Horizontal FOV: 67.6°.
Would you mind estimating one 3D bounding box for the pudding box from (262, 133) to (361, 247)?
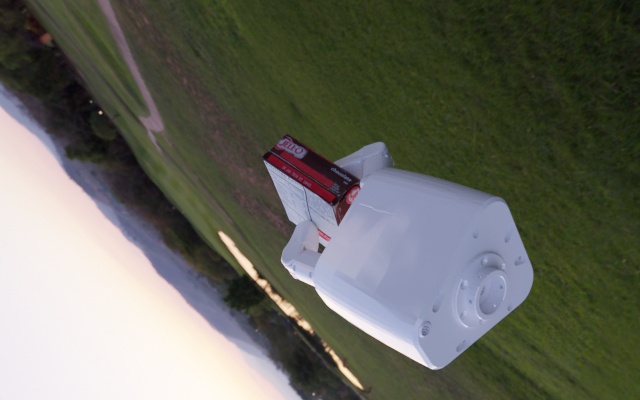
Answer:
[{"bbox_3d":[0.000,0.002,0.445,0.090,0.039,0.114,36,-21,29],"label":"pudding box"}]
